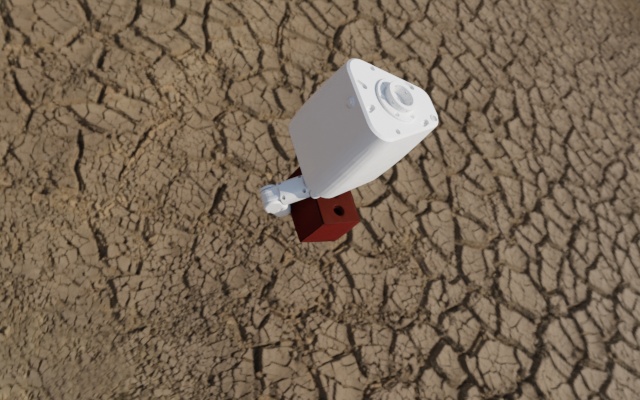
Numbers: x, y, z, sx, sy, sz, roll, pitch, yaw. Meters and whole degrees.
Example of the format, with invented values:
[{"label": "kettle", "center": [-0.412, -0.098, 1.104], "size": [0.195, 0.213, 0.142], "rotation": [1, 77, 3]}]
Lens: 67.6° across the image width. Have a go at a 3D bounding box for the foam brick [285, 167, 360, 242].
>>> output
[{"label": "foam brick", "center": [0.000, 0.002, 0.534], "size": [0.053, 0.078, 0.051], "rotation": [-1, -26, -38]}]
